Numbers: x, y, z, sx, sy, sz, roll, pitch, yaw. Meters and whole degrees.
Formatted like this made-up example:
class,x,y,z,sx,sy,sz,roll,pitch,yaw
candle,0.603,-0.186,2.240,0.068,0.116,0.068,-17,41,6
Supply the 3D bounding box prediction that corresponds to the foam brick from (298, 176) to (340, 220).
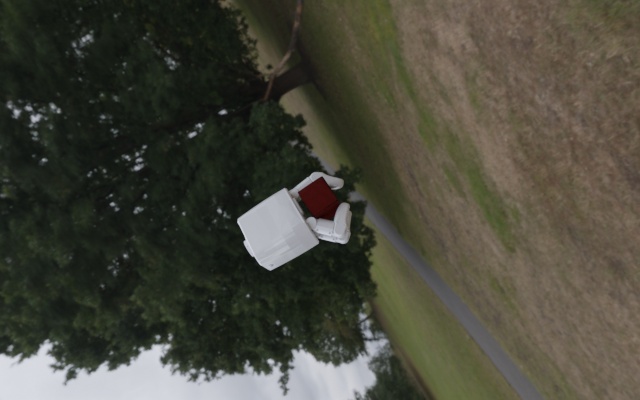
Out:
class,x,y,z,sx,sy,sz,roll,pitch,yaw
foam brick,0.000,0.003,0.834,0.051,0.053,0.078,-32,-18,-2
